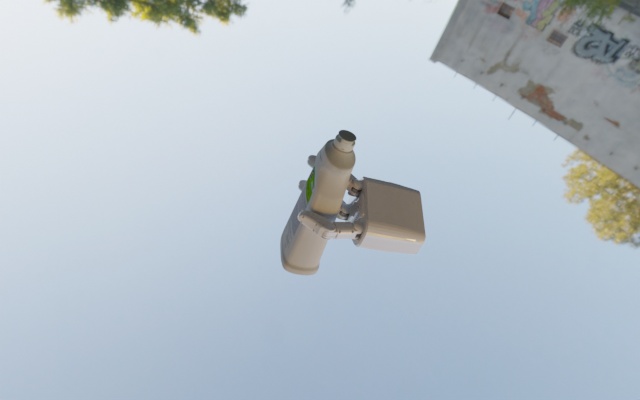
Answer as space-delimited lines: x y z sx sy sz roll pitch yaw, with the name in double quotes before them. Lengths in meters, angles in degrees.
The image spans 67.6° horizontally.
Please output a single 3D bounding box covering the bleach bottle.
"bleach bottle" 0.000 0.002 0.759 0.068 0.251 0.102 10 40 -17
